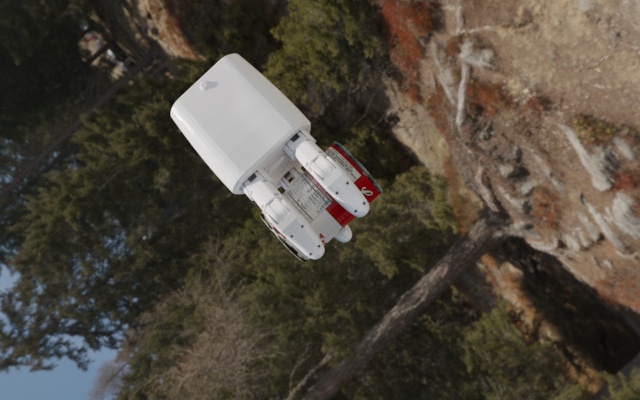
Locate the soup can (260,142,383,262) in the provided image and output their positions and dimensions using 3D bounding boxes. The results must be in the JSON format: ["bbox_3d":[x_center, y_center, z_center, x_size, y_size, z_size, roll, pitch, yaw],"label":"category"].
[{"bbox_3d":[0.000,0.002,0.465,0.102,0.068,0.068,-43,0,0],"label":"soup can"}]
